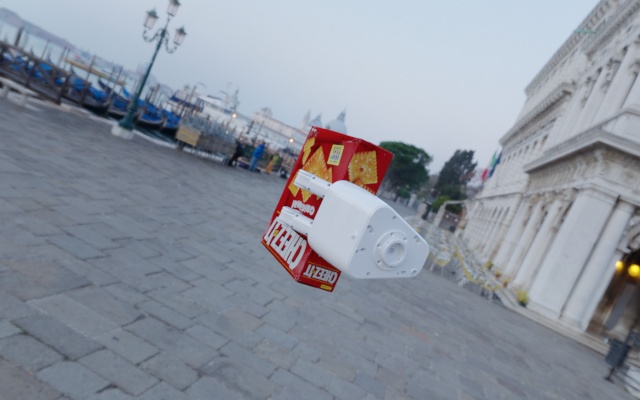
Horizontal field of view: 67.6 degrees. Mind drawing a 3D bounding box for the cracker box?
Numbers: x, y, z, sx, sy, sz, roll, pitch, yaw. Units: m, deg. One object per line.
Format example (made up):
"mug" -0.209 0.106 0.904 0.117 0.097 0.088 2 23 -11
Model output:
"cracker box" 0.000 0.002 0.717 0.072 0.214 0.164 22 5 -29
